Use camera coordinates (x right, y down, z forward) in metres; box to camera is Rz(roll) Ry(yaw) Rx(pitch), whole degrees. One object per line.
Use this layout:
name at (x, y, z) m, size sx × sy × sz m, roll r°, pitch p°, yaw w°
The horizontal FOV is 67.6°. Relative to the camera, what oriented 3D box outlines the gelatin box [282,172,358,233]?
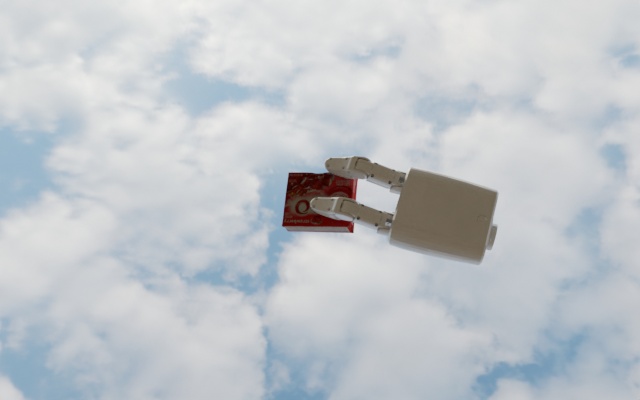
gelatin box at (0.000, 0.002, 0.603) m, size 0.089 × 0.073 × 0.030 m, roll 0°, pitch -19°, yaw 15°
